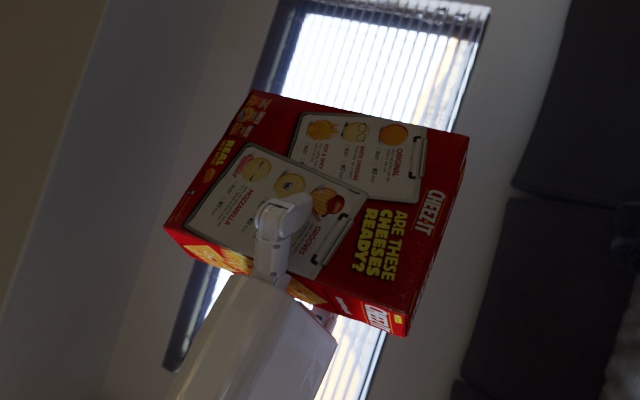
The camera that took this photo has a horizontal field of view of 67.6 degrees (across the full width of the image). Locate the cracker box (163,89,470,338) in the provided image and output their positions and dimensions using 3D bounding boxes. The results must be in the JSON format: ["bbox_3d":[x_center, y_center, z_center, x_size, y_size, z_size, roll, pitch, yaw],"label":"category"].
[{"bbox_3d":[0.000,0.001,0.419,0.213,0.164,0.072,17,-27,20],"label":"cracker box"}]
